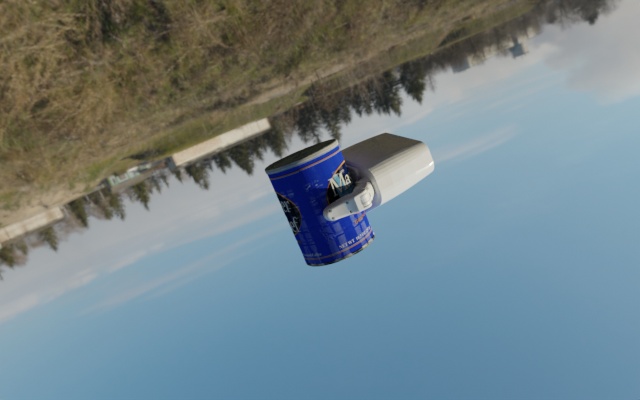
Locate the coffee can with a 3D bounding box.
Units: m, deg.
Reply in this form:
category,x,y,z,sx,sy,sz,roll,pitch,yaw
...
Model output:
category,x,y,z,sx,sy,sz,roll,pitch,yaw
coffee can,0.000,0.002,0.637,0.103,0.140,0.102,-22,12,5
